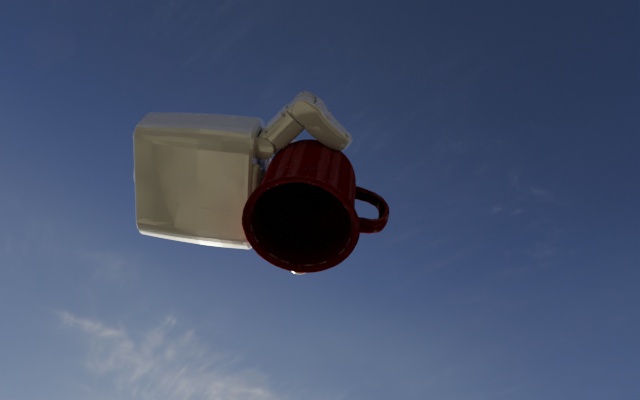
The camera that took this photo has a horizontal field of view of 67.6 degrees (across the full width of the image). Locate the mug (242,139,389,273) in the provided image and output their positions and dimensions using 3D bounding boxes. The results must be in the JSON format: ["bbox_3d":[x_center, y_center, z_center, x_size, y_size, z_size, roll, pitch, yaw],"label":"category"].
[{"bbox_3d":[0.002,0.001,0.405,0.117,0.093,0.081,6,33,3],"label":"mug"}]
